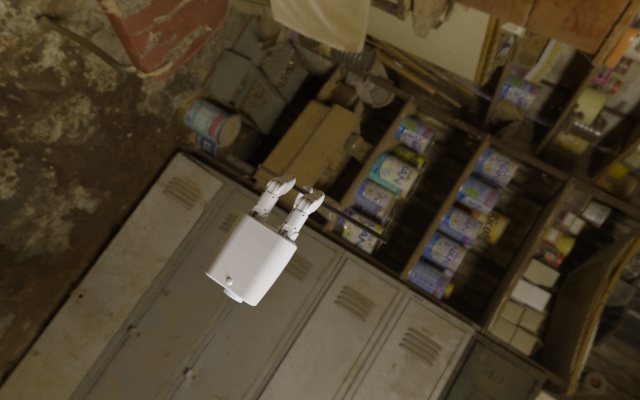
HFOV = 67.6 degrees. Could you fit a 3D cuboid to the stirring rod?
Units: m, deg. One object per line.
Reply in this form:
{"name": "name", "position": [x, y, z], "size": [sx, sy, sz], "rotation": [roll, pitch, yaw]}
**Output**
{"name": "stirring rod", "position": [0.000, 0.002, 0.738], "size": [0.239, 0.011, 0.011], "rotation": [31, 9, 16]}
